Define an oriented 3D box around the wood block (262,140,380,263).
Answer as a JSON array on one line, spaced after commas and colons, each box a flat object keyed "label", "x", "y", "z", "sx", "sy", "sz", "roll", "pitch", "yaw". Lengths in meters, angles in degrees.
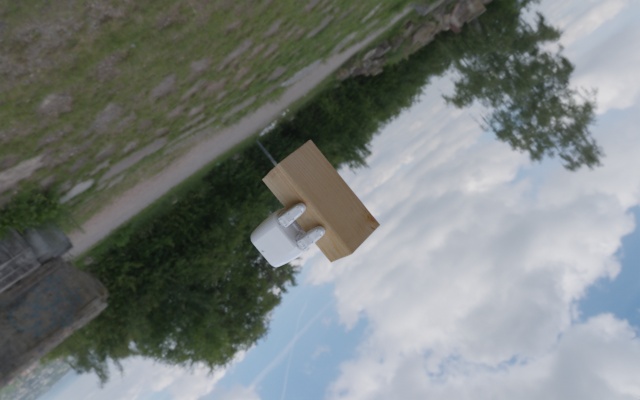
[{"label": "wood block", "x": 0.000, "y": 0.003, "z": 0.896, "sx": 0.090, "sy": 0.206, "sz": 0.090, "roll": -42, "pitch": 4, "yaw": -31}]
